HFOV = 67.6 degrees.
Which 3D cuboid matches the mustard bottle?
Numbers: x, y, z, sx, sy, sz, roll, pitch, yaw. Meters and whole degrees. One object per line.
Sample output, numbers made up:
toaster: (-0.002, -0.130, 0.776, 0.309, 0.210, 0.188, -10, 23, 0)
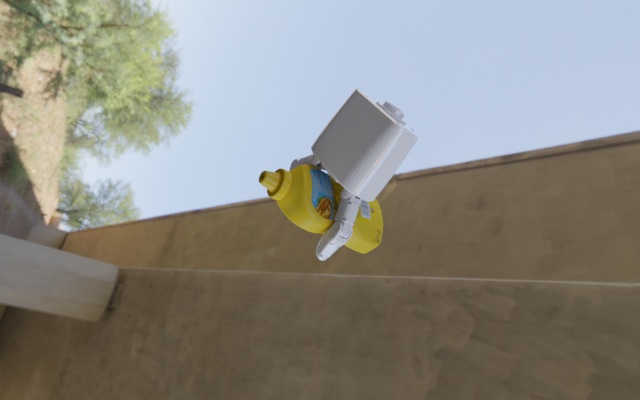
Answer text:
mustard bottle: (0.000, 0.002, 0.654, 0.192, 0.096, 0.058, 24, -43, -33)
